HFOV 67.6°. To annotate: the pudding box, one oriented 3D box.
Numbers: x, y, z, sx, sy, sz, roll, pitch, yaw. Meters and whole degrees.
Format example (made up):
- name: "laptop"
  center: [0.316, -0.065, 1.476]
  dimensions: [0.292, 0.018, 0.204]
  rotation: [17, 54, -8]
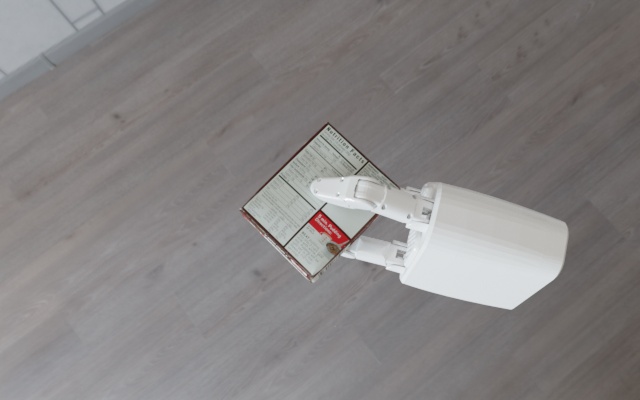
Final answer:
- name: "pudding box"
  center: [0.000, 0.001, 0.420]
  dimensions: [0.090, 0.113, 0.039]
  rotation: [44, -11, 8]
